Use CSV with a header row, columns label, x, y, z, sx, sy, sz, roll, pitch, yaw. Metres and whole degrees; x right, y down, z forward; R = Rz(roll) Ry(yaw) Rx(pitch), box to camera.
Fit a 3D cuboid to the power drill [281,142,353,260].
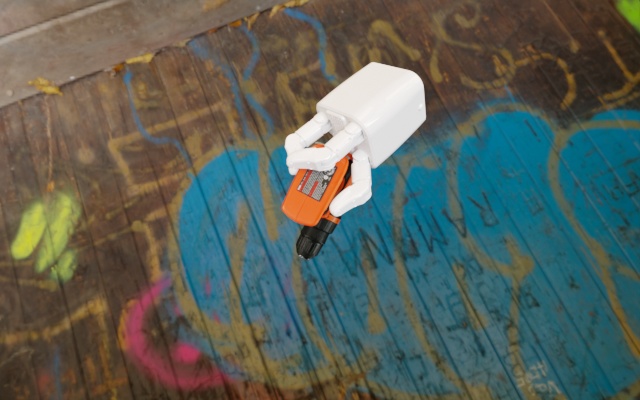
label,x,y,z,sx,sy,sz,roll,pitch,yaw
power drill,0.000,0.002,0.690,0.057,0.184,0.187,25,-1,10
